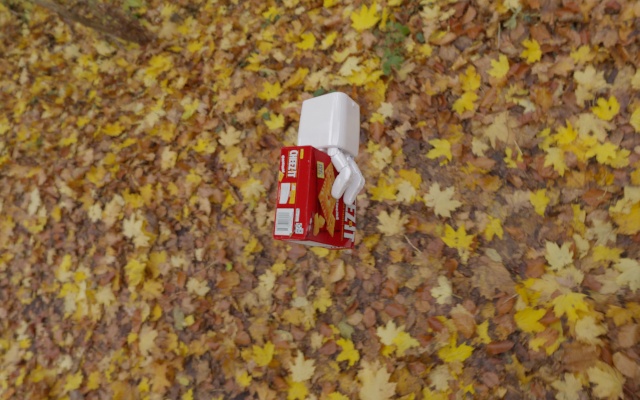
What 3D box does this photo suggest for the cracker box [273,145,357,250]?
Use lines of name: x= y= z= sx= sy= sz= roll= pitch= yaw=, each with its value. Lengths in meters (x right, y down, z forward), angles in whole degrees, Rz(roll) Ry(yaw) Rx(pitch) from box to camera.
cracker box: x=0.000 y=0.003 z=0.896 sx=0.072 sy=0.164 sz=0.214 roll=0 pitch=-10 yaw=27
